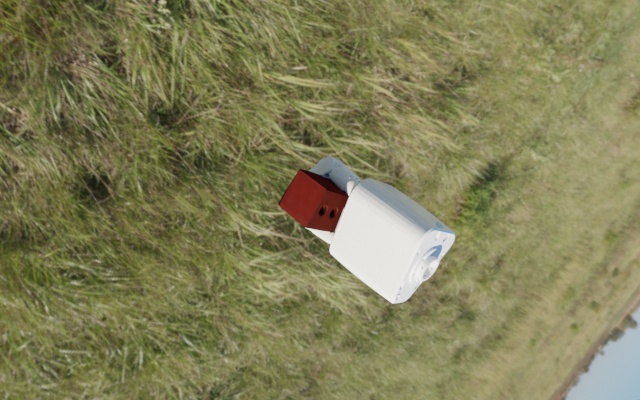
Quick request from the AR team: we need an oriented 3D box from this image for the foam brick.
[{"bbox_3d":[0.000,0.002,0.578,0.051,0.053,0.078,39,15,33],"label":"foam brick"}]
